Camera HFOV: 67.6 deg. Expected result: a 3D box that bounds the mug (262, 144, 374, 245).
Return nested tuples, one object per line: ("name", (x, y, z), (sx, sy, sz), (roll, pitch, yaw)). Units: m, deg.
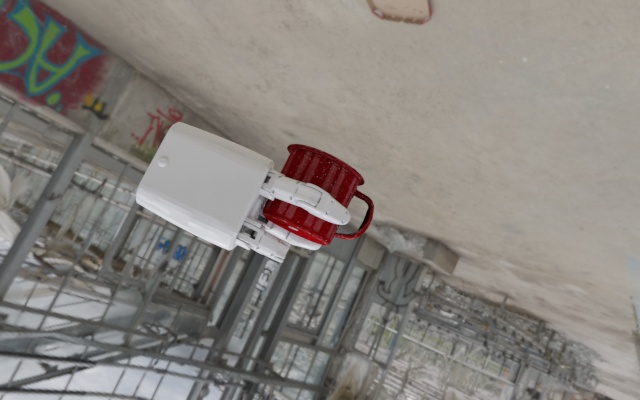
("mug", (0.001, 0.003, 0.517), (0.117, 0.081, 0.093), (25, -10, 1))
